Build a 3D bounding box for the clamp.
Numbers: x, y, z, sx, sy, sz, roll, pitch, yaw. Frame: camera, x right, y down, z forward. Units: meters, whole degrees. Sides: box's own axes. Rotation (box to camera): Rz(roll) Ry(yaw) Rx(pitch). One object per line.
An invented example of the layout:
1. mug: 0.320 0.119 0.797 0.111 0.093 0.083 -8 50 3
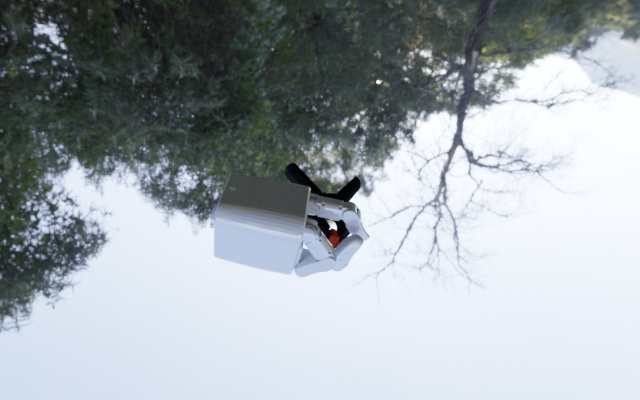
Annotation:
1. clamp: 0.000 0.003 0.689 0.120 0.039 0.171 11 33 -3
